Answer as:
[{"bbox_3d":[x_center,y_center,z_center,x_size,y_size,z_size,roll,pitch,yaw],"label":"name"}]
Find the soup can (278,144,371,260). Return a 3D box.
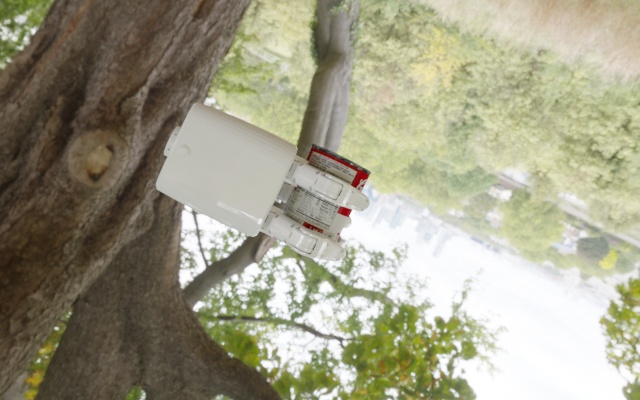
[{"bbox_3d":[0.000,0.002,0.494,0.068,0.102,0.068,26,3,-1],"label":"soup can"}]
